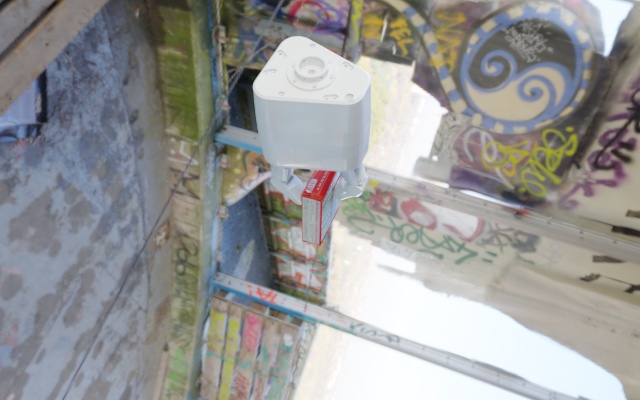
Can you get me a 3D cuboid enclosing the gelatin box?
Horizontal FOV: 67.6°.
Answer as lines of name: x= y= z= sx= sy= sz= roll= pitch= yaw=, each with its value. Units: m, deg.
gelatin box: x=0.001 y=0.002 z=0.618 sx=0.030 sy=0.089 sz=0.073 roll=15 pitch=47 yaw=14
